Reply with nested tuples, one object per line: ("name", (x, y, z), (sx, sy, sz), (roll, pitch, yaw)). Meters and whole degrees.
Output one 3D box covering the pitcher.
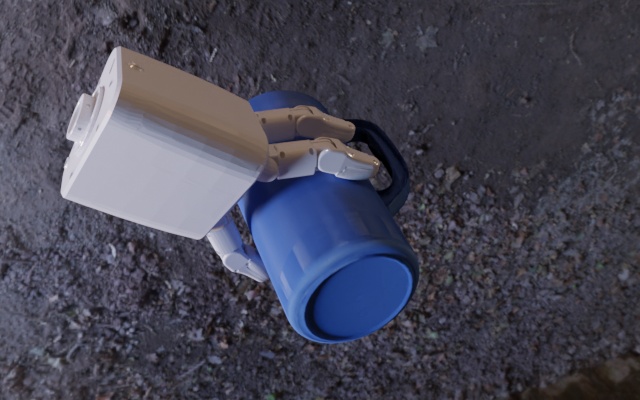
("pitcher", (0.000, 0.001, 0.443), (0.145, 0.149, 0.242), (23, 23, -35))
